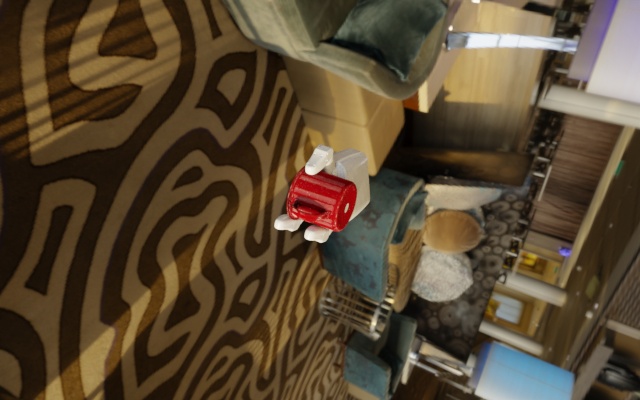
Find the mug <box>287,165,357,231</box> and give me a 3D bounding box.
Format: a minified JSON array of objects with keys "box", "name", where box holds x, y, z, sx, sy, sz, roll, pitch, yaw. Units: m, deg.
[{"box":[0.000,0.003,0.736,0.081,0.093,0.117,19,26,22],"name":"mug"}]
